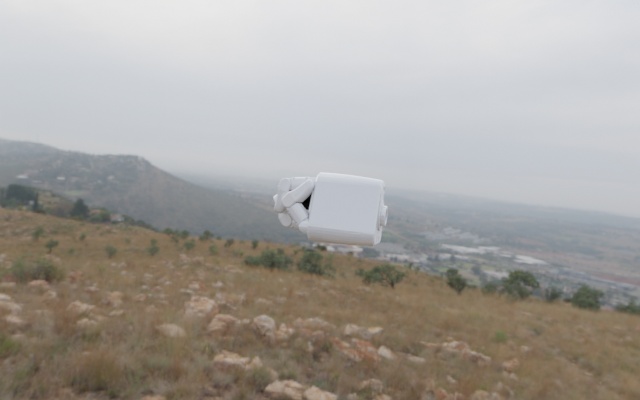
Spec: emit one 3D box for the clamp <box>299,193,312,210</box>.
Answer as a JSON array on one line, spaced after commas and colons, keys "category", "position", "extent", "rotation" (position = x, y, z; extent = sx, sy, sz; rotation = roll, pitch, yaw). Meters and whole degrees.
[{"category": "clamp", "position": [0.000, 0.002, 0.871], "extent": [0.120, 0.039, 0.171], "rotation": [5, 3, 14]}]
